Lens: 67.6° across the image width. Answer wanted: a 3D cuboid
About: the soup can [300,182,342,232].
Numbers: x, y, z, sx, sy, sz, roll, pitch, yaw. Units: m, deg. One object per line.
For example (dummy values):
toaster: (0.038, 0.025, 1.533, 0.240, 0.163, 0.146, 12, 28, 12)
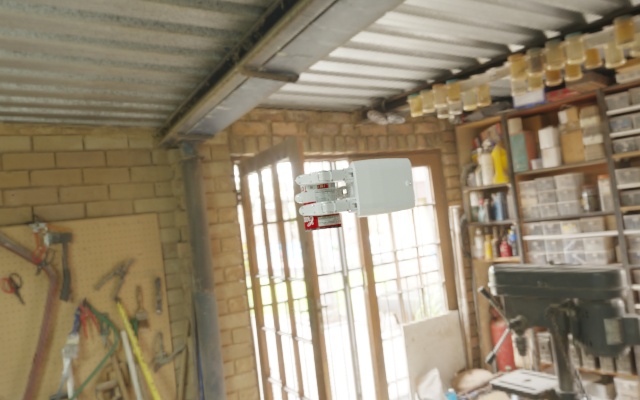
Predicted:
soup can: (0.000, 0.003, 0.877, 0.068, 0.102, 0.068, -7, -2, 0)
